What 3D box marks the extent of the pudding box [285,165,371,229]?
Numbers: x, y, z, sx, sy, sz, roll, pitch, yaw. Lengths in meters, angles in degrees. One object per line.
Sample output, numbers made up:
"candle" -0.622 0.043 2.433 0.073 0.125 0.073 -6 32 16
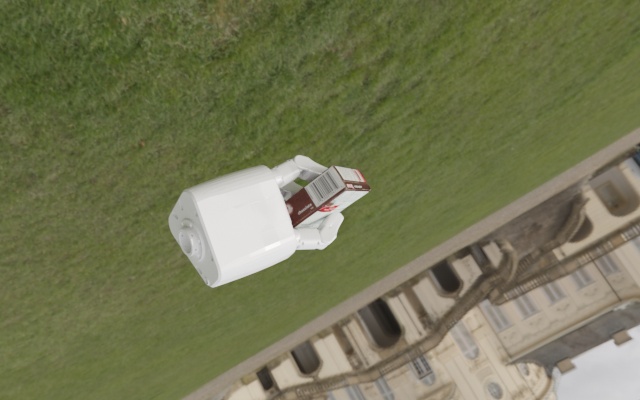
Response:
"pudding box" 0.000 0.002 0.625 0.113 0.039 0.090 -35 -13 21
